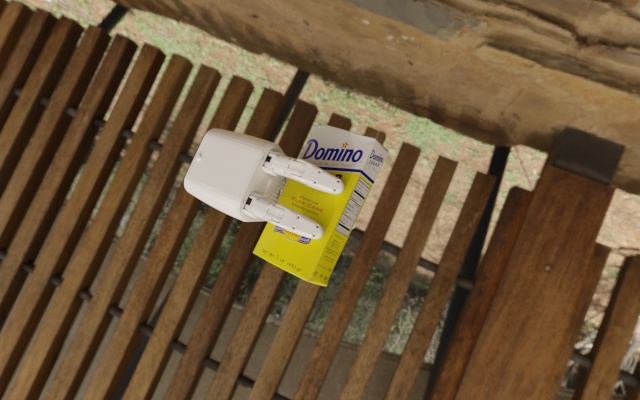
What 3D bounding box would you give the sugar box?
[{"bbox_3d":[0.000,0.002,0.560,0.093,0.176,0.048,20,-5,36],"label":"sugar box"}]
